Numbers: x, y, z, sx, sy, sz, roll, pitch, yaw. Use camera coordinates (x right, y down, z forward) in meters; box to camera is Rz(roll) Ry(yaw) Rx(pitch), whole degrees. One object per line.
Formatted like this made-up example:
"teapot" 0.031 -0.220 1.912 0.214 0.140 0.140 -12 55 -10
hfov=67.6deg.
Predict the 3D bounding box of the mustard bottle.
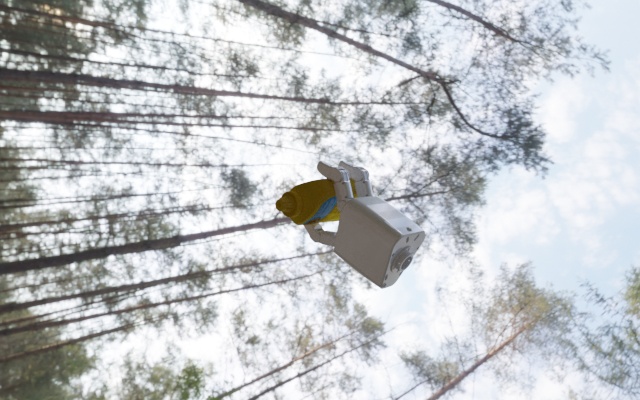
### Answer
"mustard bottle" 0.000 0.002 0.796 0.191 0.058 0.096 -5 -31 -48
